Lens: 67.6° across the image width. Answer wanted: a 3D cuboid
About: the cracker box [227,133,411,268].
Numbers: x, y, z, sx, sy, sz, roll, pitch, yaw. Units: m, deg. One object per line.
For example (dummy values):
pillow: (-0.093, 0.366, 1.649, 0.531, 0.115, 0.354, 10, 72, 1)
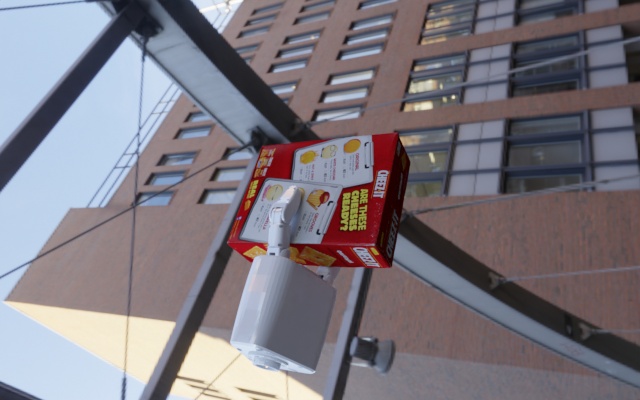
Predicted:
cracker box: (0.000, 0.002, 0.637, 0.213, 0.164, 0.072, -2, -32, 29)
